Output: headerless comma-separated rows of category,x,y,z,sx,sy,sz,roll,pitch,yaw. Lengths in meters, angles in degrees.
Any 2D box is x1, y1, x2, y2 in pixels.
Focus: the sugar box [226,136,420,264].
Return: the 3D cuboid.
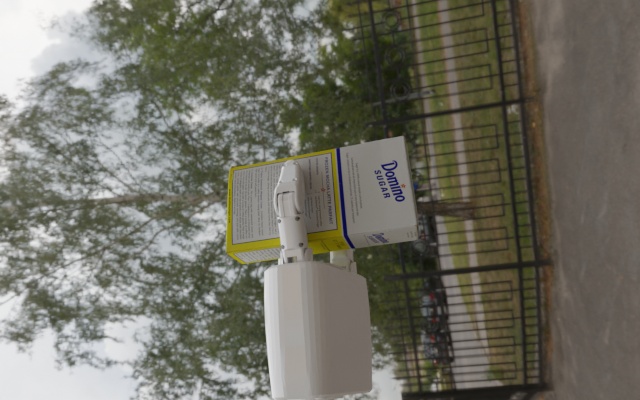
sugar box,0.000,0.002,0.454,0.176,0.093,0.048,-7,-24,10
